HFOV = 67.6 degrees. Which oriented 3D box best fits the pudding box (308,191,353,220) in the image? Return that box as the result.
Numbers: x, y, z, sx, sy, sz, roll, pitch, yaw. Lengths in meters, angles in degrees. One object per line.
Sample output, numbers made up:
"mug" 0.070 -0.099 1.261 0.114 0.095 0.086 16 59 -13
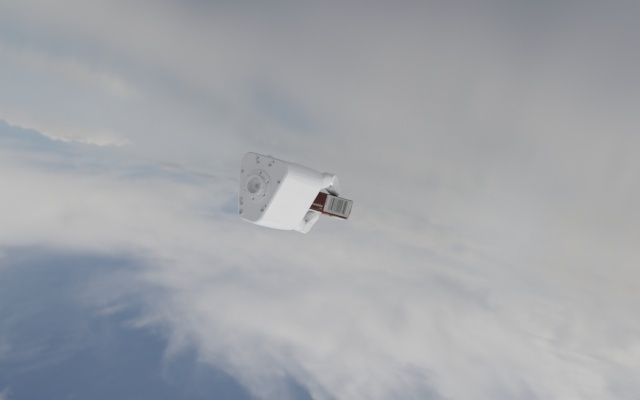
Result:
"pudding box" 0.000 0.003 0.881 0.113 0.039 0.090 17 0 1
